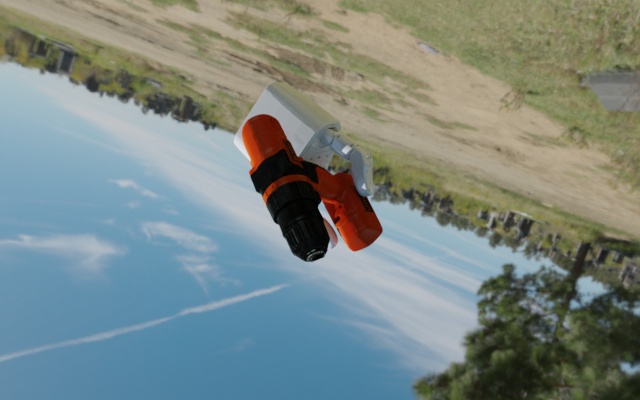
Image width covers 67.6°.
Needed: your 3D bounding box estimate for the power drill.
[{"bbox_3d":[0.000,0.002,0.545,0.057,0.184,0.188,-35,-33,18],"label":"power drill"}]
